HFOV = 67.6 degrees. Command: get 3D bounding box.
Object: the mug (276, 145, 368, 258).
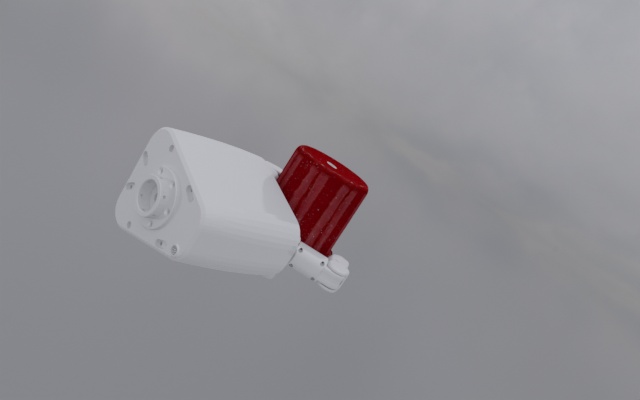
[{"bbox_3d":[0.001,0.002,0.477,0.093,0.081,0.117,41,15,34],"label":"mug"}]
